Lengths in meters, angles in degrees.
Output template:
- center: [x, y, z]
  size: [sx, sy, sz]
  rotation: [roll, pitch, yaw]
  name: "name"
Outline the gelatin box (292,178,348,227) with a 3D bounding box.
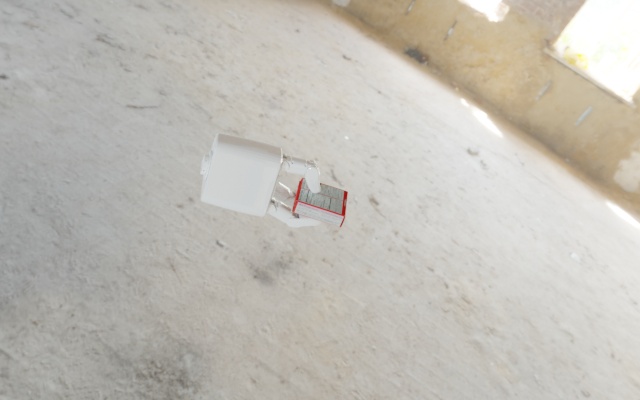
- center: [0.001, 0.002, 0.821]
  size: [0.089, 0.030, 0.073]
  rotation: [17, 36, -5]
  name: "gelatin box"
